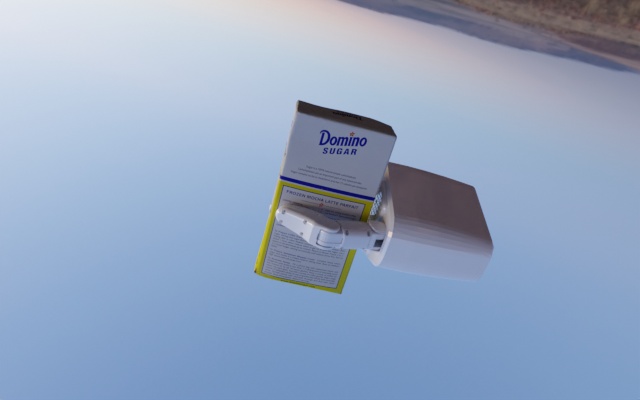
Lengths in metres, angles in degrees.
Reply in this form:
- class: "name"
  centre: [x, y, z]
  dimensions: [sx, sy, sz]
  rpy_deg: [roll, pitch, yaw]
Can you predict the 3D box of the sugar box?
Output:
- class: "sugar box"
  centre: [0.000, 0.001, 0.459]
  dimensions: [0.093, 0.176, 0.048]
  rpy_deg: [14, 24, -8]
